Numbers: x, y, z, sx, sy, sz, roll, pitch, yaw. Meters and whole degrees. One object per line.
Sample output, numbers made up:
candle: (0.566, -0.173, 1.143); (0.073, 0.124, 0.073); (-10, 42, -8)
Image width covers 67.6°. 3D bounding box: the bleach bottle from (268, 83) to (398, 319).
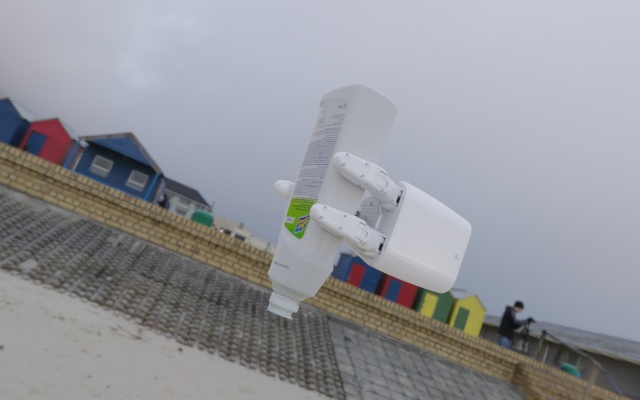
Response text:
bleach bottle: (0.000, 0.002, 0.517); (0.068, 0.251, 0.102); (26, -11, -25)
